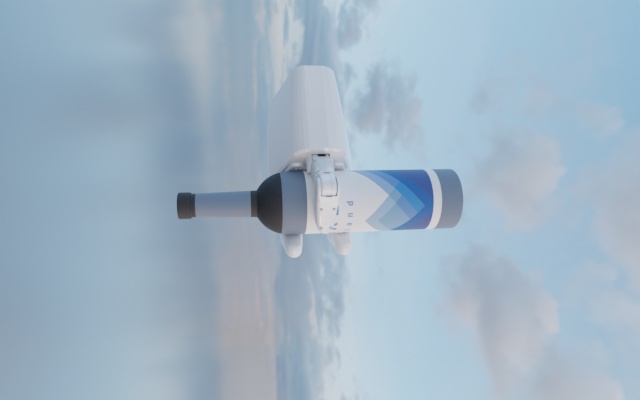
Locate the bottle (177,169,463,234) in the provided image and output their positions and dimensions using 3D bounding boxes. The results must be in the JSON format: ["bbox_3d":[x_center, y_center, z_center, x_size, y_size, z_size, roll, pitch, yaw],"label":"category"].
[{"bbox_3d":[0.000,0.002,0.511,0.296,0.069,0.069,-2,0,-9],"label":"bottle"}]
